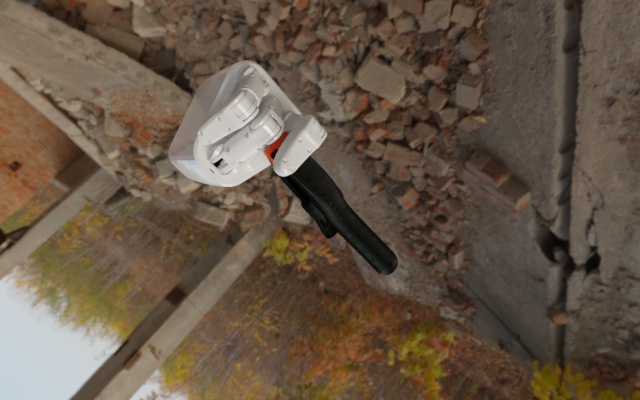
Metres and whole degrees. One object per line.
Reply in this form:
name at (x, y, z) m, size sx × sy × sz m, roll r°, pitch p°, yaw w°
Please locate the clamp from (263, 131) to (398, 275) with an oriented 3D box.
clamp at (0.000, 0.002, 0.479) m, size 0.039 × 0.171 × 0.120 m, roll -46°, pitch 26°, yaw -17°
